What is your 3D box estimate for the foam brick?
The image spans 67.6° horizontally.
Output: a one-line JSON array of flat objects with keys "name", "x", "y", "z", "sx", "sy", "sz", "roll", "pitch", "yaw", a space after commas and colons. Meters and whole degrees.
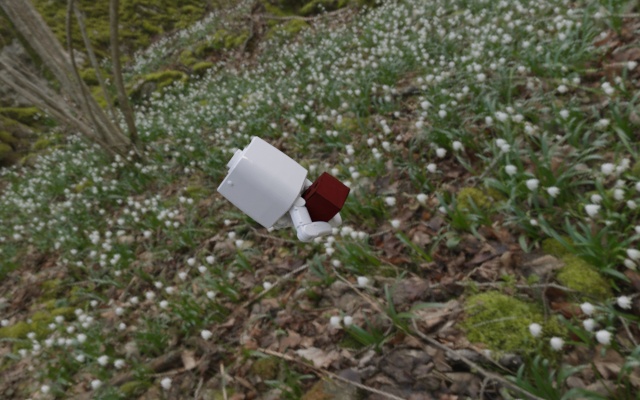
[{"name": "foam brick", "x": 0.000, "y": 0.002, "z": 0.761, "sx": 0.051, "sy": 0.053, "sz": 0.078, "roll": 37, "pitch": -46, "yaw": -10}]
